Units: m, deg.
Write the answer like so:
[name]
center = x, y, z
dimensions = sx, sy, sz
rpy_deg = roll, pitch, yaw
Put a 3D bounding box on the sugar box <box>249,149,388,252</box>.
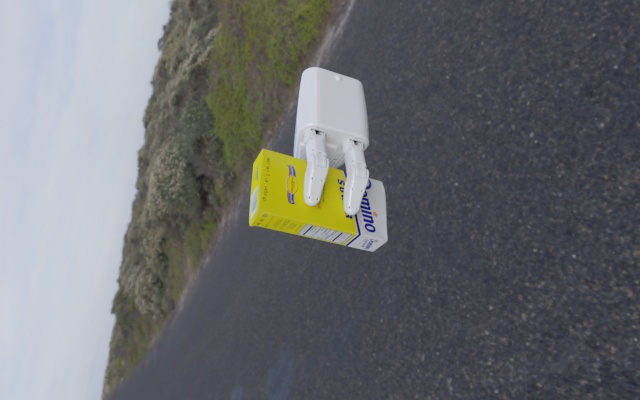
[sugar box]
center = 0.000, 0.002, 0.610
dimensions = 0.176, 0.093, 0.048
rpy_deg = 12, -32, -19
